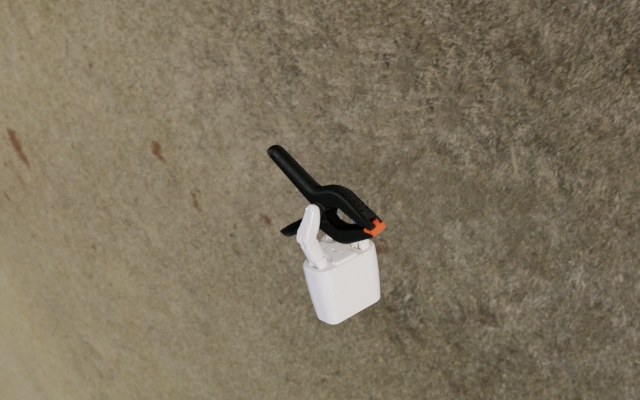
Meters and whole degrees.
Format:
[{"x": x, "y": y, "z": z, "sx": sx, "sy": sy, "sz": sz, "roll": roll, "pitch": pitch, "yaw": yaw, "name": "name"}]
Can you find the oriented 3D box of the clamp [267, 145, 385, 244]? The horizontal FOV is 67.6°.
[{"x": 0.000, "y": 0.003, "z": 0.710, "sx": 0.210, "sy": 0.165, "sz": 0.036, "roll": 14, "pitch": 37, "yaw": 41, "name": "clamp"}]
